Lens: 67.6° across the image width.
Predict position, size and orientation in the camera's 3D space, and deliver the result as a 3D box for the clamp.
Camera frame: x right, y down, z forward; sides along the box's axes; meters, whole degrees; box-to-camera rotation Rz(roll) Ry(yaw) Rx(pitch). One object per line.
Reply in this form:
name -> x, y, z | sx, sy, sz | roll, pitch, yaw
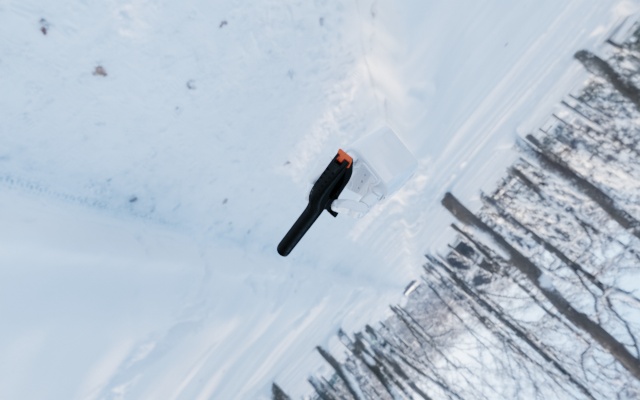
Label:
clamp -> 0.001, 0.003, 0.800 | 0.164, 0.036, 0.210 | -40, -17, -37
